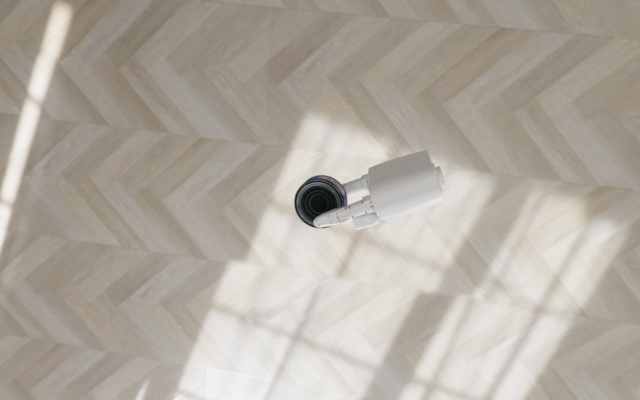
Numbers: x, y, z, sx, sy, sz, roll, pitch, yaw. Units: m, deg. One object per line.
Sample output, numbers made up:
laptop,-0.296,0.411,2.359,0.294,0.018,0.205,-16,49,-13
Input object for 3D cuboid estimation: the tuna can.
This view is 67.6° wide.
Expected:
tuna can,0.000,0.003,0.788,0.086,0.086,0.033,0,14,13
